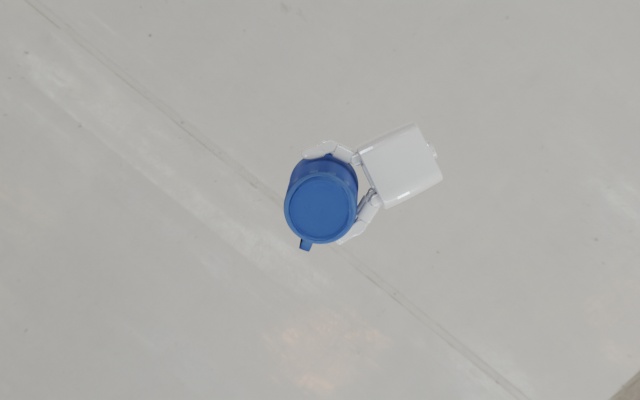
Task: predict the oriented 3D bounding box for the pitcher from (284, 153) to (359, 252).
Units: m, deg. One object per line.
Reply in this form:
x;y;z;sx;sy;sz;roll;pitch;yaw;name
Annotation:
0.000;0.003;0.806;0.145;0.149;0.243;-24;8;6;pitcher
